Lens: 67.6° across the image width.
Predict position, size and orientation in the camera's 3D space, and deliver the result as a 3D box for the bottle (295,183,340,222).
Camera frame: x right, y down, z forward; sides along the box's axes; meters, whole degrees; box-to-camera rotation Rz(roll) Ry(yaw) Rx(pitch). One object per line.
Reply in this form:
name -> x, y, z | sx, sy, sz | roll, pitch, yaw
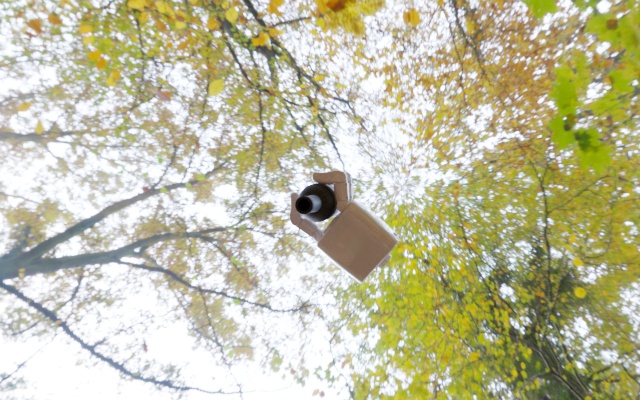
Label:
bottle -> 0.000, 0.003, 0.848 | 0.069, 0.069, 0.295 | 0, 2, 10
